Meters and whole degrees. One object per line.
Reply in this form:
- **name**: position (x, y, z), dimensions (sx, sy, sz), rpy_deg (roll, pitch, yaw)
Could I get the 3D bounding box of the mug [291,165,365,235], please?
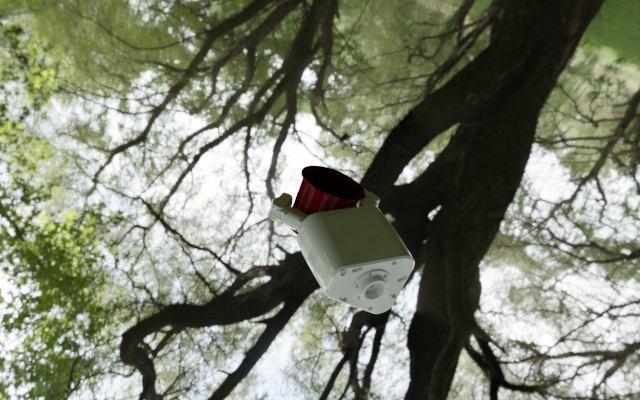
- **mug**: position (0.000, 0.002, 0.673), dimensions (0.093, 0.081, 0.117), rpy_deg (9, 28, -26)
